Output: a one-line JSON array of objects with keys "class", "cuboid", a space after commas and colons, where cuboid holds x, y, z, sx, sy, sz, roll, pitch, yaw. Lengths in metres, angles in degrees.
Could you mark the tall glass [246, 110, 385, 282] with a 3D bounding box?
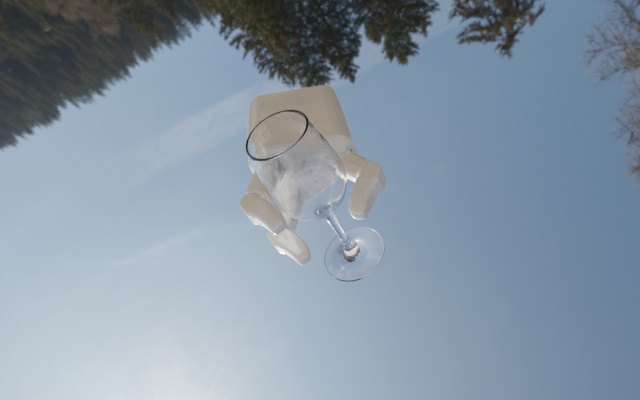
[{"class": "tall glass", "cuboid": [0.000, 0.002, 0.487, 0.079, 0.079, 0.201, 0, -37, 29]}]
